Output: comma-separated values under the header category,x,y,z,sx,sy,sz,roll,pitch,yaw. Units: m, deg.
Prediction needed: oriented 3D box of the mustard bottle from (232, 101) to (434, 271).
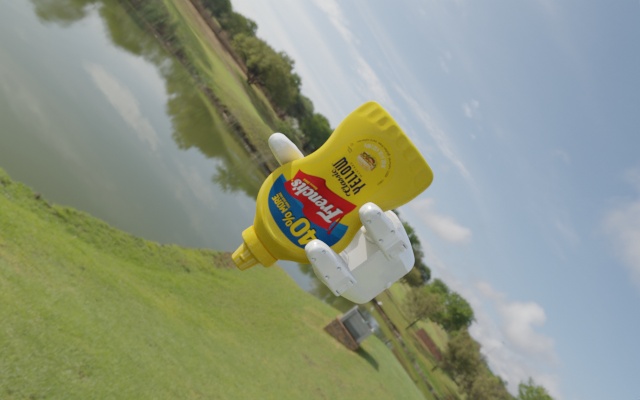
category,x,y,z,sx,sy,sz,roll,pitch,yaw
mustard bottle,0.000,0.001,0.438,0.191,0.096,0.058,-37,-8,2
